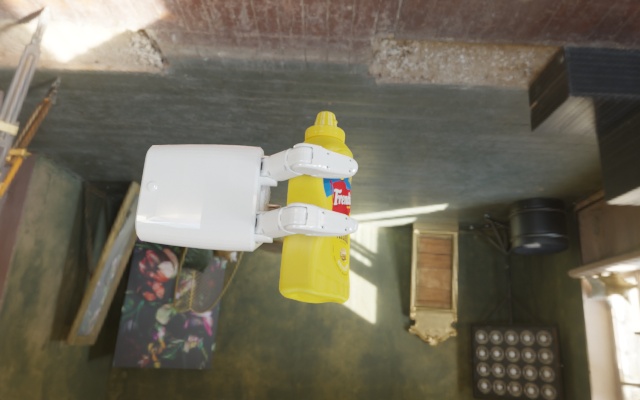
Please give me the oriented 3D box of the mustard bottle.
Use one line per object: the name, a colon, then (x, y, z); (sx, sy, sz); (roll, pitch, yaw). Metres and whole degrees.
mustard bottle: (0.000, 0.002, 0.473); (0.058, 0.191, 0.096); (-4, -18, 23)
